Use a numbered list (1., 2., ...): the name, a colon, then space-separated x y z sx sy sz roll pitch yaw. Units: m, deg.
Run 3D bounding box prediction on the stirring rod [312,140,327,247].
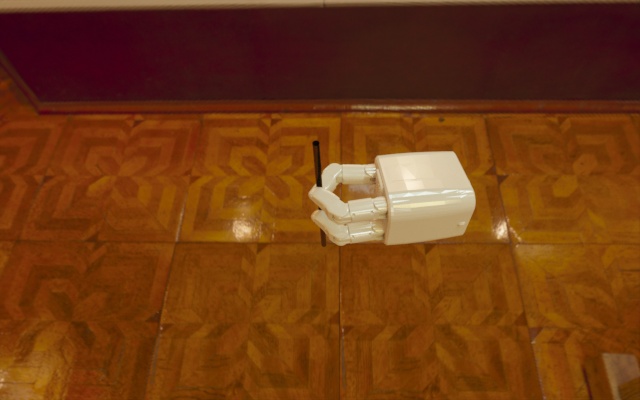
1. stirring rod: 0.000 0.002 0.627 0.011 0.011 0.240 0 -33 3
